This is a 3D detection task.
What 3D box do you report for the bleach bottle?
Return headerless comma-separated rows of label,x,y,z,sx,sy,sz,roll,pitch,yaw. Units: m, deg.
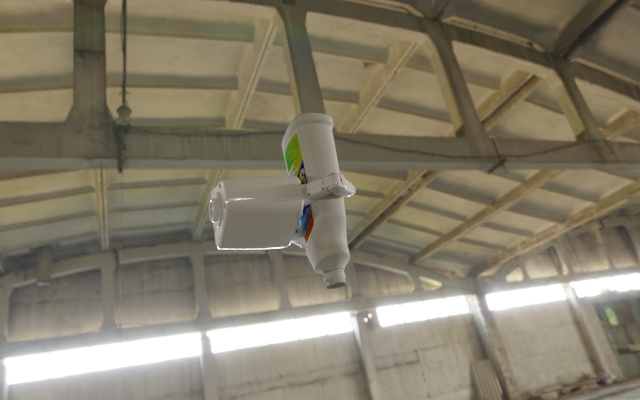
bleach bottle,0.000,0.002,0.704,0.068,0.250,0.103,-2,-26,-23
